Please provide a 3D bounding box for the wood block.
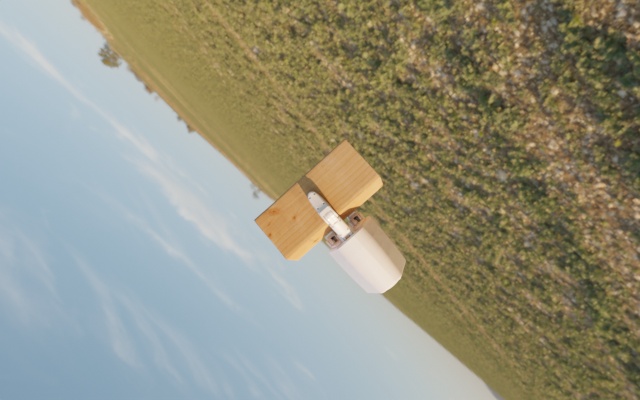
[{"bbox_3d":[0.000,0.003,0.829,0.206,0.090,0.091,-42,-13,2],"label":"wood block"}]
